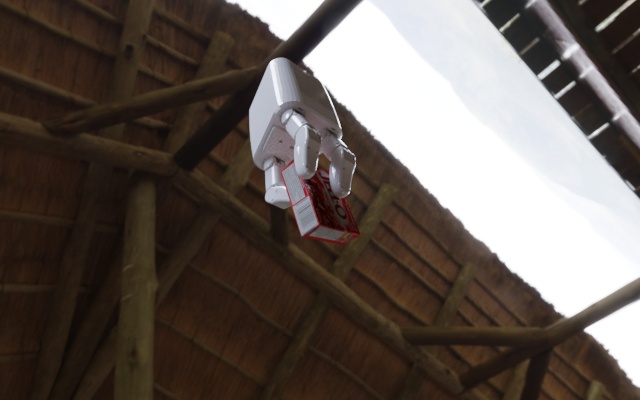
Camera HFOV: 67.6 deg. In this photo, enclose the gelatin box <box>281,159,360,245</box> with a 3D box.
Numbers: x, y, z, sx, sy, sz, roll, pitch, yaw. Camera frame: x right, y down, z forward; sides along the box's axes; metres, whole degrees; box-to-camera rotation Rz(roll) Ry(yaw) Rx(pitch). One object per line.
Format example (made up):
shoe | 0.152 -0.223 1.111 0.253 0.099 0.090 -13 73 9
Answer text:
gelatin box | 0.000 0.002 0.534 0.030 0.089 0.073 -36 -32 28
